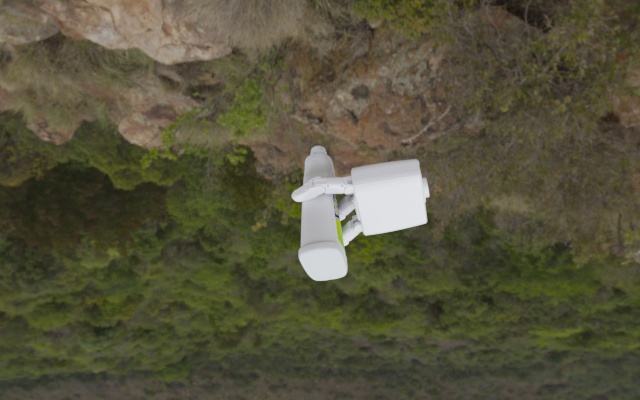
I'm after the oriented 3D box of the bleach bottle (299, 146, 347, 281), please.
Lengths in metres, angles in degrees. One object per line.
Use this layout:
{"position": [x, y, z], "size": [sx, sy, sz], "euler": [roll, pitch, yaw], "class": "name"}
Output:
{"position": [0.000, 0.003, 0.809], "size": [0.068, 0.250, 0.103], "euler": [-10, -37, 8], "class": "bleach bottle"}
